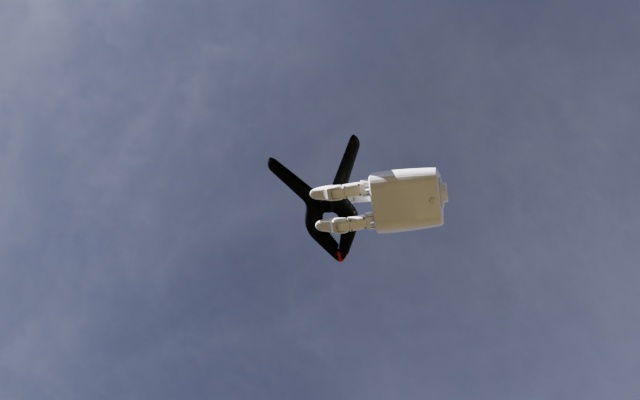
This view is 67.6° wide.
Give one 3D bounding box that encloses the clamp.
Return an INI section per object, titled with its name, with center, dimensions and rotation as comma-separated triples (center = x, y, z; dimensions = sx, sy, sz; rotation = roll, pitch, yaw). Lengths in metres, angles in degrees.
[clamp]
center = 0.001, 0.003, 0.813
dimensions = 0.164, 0.210, 0.036
rotation = -6, 12, 20
